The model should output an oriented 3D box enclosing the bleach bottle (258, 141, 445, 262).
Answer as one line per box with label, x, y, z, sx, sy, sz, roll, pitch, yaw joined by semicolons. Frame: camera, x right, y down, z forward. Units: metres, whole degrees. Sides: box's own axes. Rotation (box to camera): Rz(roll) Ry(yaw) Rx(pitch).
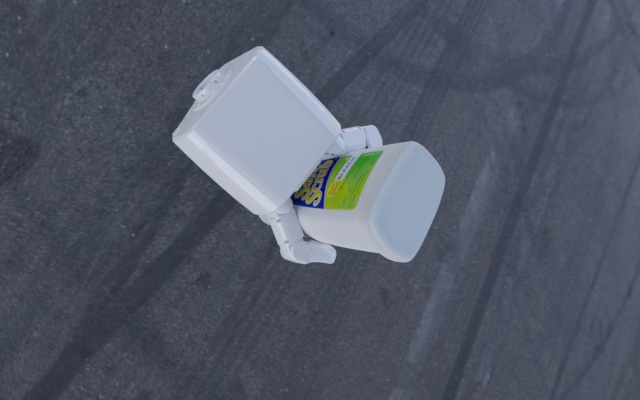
bleach bottle;0.000;0.002;0.490;0.068;0.102;0.251;43;-25;-29
